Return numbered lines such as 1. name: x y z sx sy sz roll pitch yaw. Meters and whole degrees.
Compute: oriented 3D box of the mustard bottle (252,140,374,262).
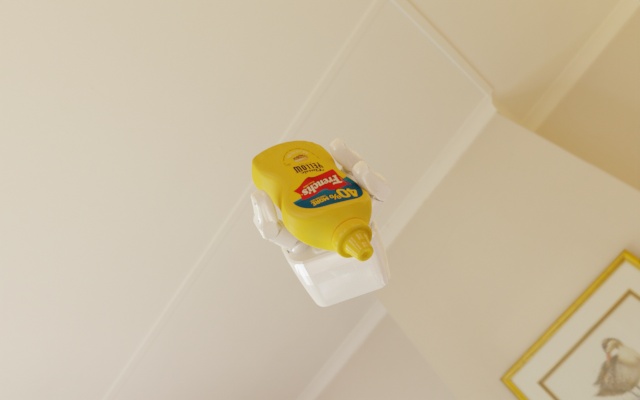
1. mustard bottle: 0.000 0.001 0.521 0.096 0.058 0.191 -13 38 -24
